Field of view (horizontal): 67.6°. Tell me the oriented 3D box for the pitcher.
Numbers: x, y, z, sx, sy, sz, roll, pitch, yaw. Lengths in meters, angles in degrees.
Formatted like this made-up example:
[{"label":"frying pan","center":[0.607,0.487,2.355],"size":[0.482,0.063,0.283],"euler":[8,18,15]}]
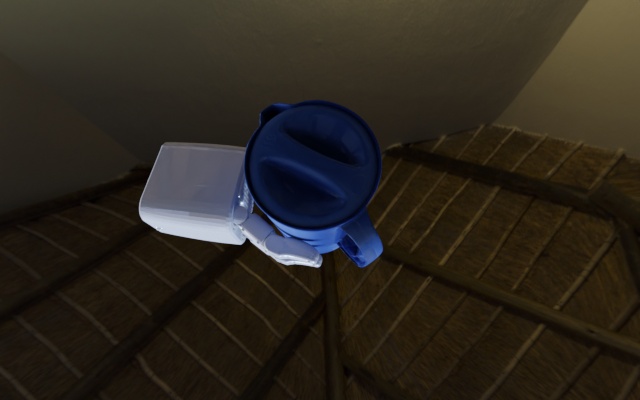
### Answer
[{"label":"pitcher","center":[0.000,0.002,0.566],"size":[0.145,0.149,0.243],"euler":[7,-15,3]}]
